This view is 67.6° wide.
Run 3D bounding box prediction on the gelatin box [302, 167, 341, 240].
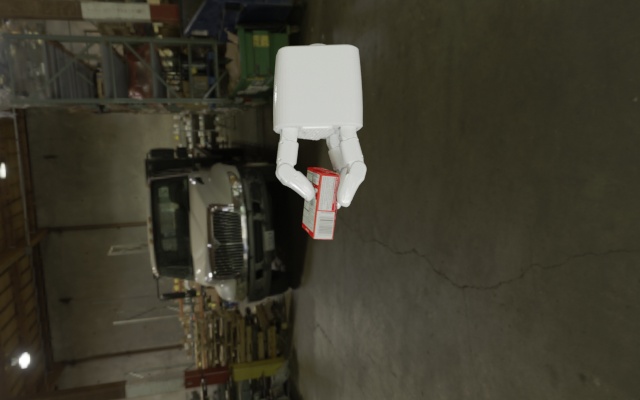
[{"bbox_3d":[0.000,0.002,0.648,0.030,0.089,0.073,5,8,-15],"label":"gelatin box"}]
